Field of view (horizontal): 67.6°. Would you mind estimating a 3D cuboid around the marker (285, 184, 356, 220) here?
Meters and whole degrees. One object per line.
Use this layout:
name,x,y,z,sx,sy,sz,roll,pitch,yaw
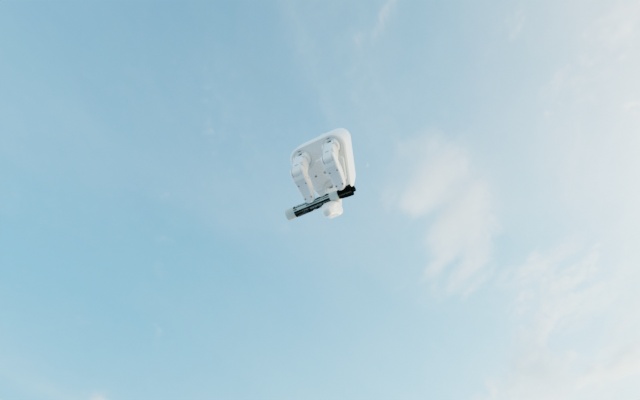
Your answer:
marker,0.000,0.002,0.760,0.121,0.020,0.020,-22,-7,16
